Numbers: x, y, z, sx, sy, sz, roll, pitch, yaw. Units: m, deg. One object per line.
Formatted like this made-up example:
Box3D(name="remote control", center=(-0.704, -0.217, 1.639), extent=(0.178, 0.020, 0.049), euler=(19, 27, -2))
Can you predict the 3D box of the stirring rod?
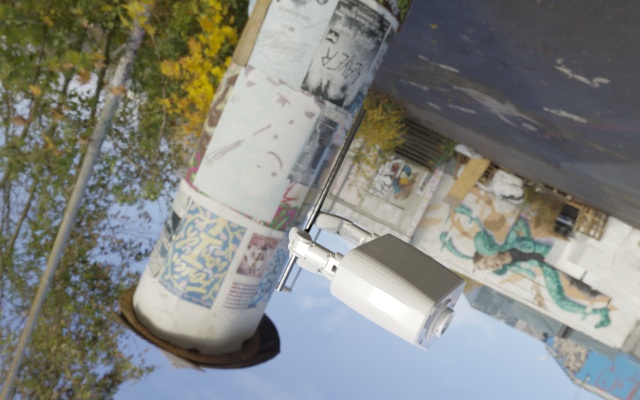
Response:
Box3D(name="stirring rod", center=(0.000, 0.002, 0.570), extent=(0.011, 0.239, 0.011), euler=(25, 8, -4))
